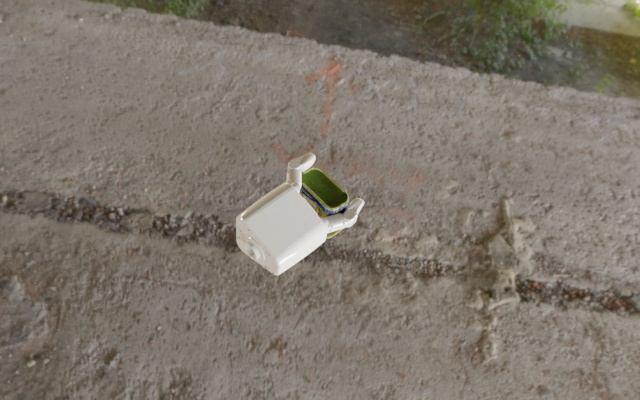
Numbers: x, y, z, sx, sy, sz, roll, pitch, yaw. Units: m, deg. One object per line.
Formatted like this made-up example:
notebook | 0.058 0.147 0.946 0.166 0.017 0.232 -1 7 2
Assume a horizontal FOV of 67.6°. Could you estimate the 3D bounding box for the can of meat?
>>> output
can of meat | 0.000 0.003 0.846 0.057 0.102 0.084 -33 -27 -29
